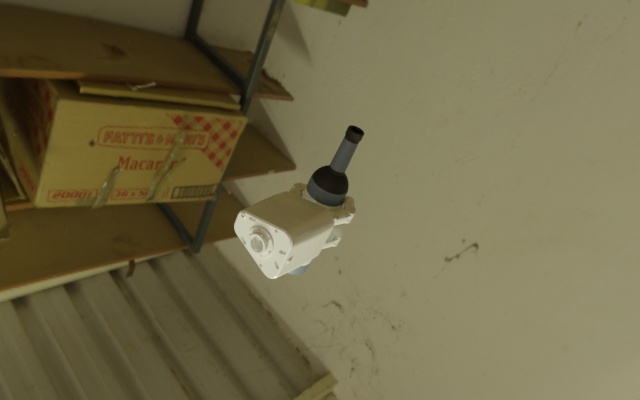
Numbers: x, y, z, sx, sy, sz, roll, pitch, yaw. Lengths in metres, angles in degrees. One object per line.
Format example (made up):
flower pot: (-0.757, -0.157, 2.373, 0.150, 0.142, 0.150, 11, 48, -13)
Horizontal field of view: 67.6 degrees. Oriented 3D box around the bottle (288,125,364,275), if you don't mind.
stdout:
bottle: (0.000, 0.003, 0.815, 0.069, 0.296, 0.069, 18, 33, -13)
